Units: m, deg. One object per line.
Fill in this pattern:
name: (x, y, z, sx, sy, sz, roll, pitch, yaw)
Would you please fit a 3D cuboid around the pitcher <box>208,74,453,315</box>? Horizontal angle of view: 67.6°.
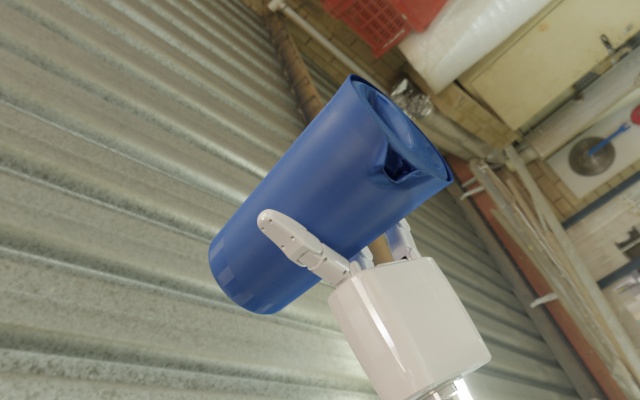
pitcher: (0.000, 0.002, 0.485, 0.243, 0.145, 0.149, -43, -29, 23)
